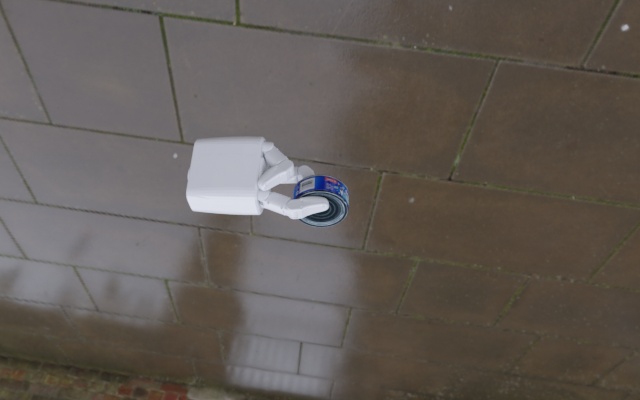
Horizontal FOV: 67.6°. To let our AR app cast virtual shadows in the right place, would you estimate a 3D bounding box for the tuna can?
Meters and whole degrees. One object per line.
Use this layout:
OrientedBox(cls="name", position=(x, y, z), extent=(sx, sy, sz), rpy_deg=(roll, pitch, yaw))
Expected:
OrientedBox(cls="tuna can", position=(0.000, 0.003, 0.719), extent=(0.086, 0.033, 0.086), rpy_deg=(1, -42, 1))
